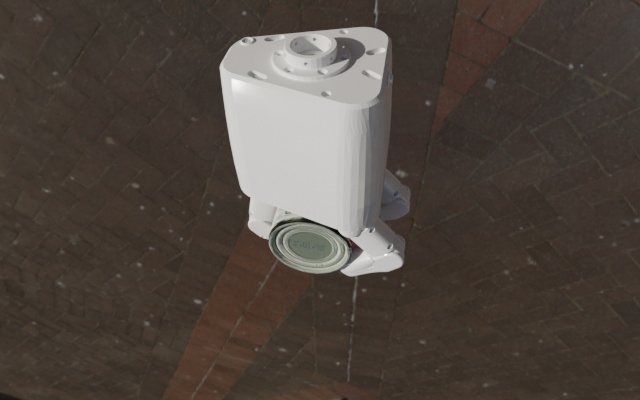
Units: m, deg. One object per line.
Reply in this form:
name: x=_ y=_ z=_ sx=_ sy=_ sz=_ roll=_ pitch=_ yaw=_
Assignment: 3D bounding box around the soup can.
soup can: x=0.000 y=0.002 z=0.404 sx=0.068 sy=0.102 sz=0.069 roll=7 pitch=-42 yaw=7
